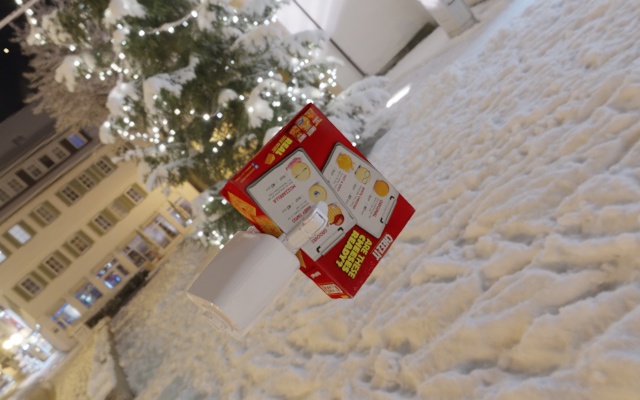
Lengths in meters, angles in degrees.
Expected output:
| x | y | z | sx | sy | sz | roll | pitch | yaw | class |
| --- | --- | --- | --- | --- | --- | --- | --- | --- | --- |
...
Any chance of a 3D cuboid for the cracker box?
| x | y | z | sx | sy | sz | roll | pitch | yaw | class |
| --- | --- | --- | --- | --- | --- | --- | --- | --- | --- |
| 0.000 | 0.002 | 0.646 | 0.164 | 0.214 | 0.072 | -50 | 11 | -25 | cracker box |
